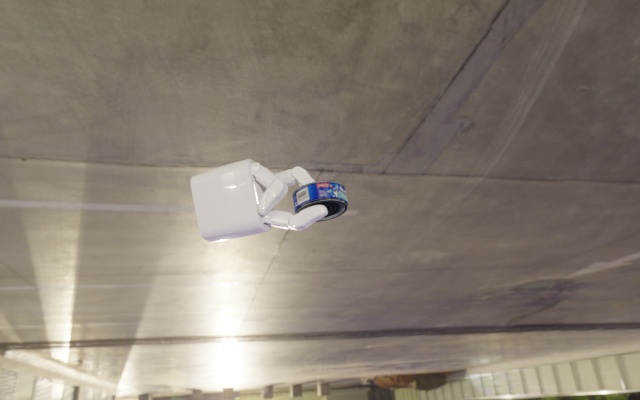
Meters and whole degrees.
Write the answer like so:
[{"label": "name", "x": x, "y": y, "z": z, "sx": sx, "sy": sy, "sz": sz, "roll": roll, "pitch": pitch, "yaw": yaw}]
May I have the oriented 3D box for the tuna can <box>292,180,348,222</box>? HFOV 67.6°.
[{"label": "tuna can", "x": 0.000, "y": 0.003, "z": 0.755, "sx": 0.086, "sy": 0.033, "sz": 0.086, "roll": -8, "pitch": -25, "yaw": -4}]
